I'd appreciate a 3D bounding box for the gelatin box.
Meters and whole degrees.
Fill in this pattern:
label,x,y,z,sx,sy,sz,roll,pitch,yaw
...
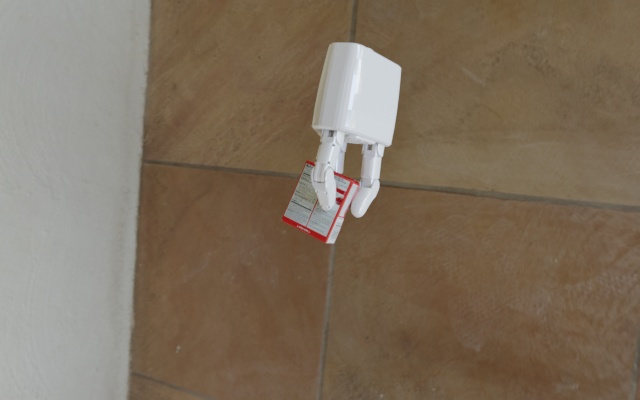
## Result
label,x,y,z,sx,sy,sz,roll,pitch,yaw
gelatin box,0.000,0.002,0.622,0.073,0.089,0.030,25,3,25
